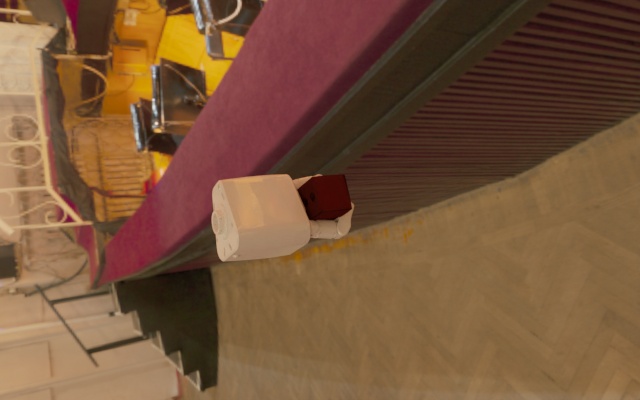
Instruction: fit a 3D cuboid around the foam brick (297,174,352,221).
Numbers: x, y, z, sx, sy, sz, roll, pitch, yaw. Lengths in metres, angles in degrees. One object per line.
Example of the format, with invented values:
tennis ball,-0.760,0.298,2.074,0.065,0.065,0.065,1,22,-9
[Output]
foam brick,0.000,0.002,0.675,0.051,0.053,0.078,-4,-18,-30
